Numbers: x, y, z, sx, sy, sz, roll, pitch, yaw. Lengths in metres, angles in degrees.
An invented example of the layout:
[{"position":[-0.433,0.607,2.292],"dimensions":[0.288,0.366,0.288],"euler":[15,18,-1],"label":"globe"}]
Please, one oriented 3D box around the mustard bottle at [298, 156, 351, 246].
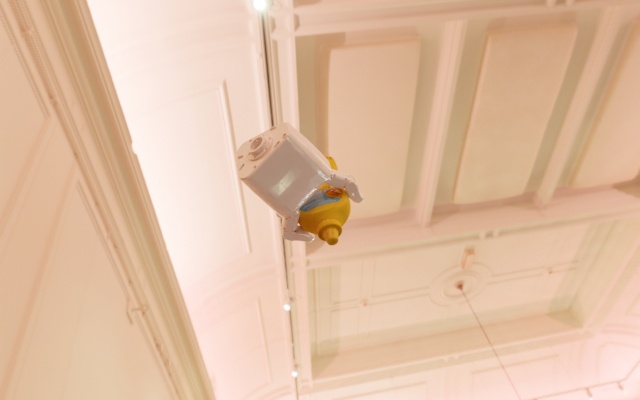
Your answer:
[{"position":[0.000,0.003,0.818],"dimensions":[0.096,0.058,0.191],"euler":[-17,42,-1],"label":"mustard bottle"}]
